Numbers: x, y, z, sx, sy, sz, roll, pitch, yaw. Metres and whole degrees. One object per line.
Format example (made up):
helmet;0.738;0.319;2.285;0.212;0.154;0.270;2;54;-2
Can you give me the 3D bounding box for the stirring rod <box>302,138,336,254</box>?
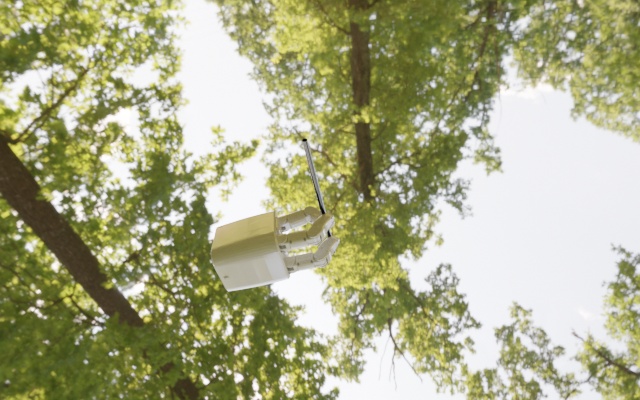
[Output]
stirring rod;0.000;0.002;0.746;0.011;0.240;0.011;-8;42;7
